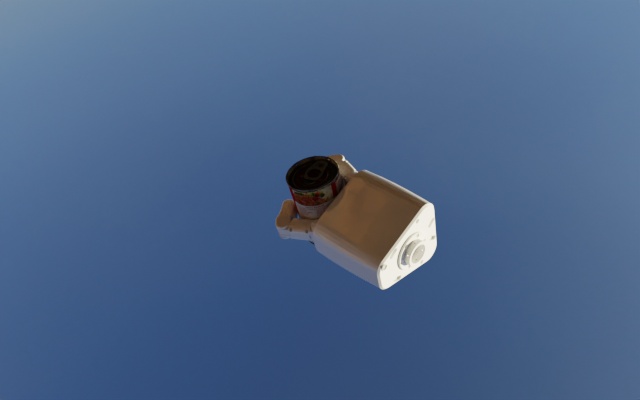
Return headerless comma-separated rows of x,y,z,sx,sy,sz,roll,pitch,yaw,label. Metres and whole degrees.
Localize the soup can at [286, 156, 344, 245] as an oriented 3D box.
0.000,0.002,0.625,0.068,0.102,0.068,-9,42,8,soup can
